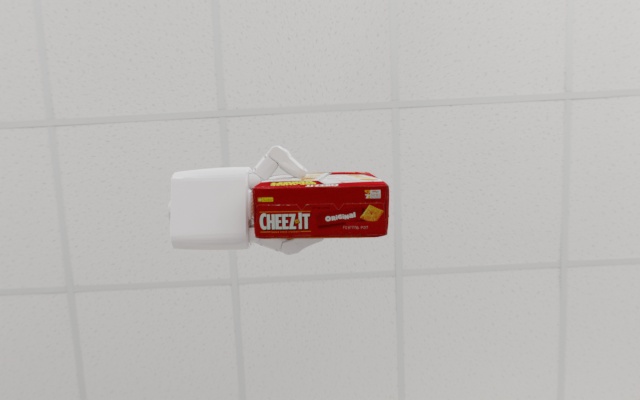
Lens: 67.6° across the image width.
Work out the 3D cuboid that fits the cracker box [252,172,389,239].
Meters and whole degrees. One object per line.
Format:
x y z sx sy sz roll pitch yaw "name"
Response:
0.000 0.002 0.671 0.164 0.072 0.213 -2 7 0 "cracker box"
